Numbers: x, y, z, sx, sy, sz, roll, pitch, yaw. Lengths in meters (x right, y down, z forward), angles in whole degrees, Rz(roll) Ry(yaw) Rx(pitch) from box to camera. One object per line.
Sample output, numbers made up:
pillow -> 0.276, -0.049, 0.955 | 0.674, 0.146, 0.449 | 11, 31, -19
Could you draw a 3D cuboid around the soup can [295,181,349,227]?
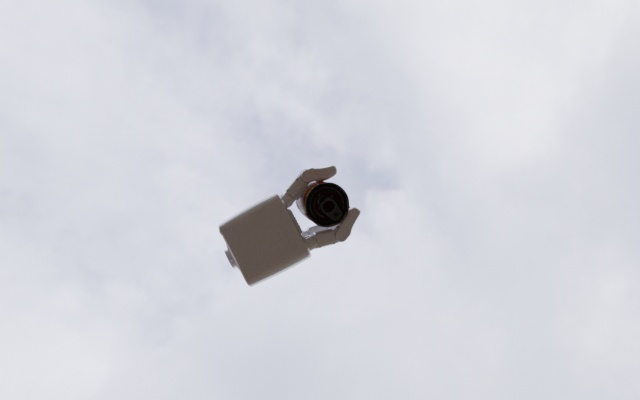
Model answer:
soup can -> 0.000, 0.002, 0.762 | 0.068, 0.068, 0.102 | 0, 5, -12
